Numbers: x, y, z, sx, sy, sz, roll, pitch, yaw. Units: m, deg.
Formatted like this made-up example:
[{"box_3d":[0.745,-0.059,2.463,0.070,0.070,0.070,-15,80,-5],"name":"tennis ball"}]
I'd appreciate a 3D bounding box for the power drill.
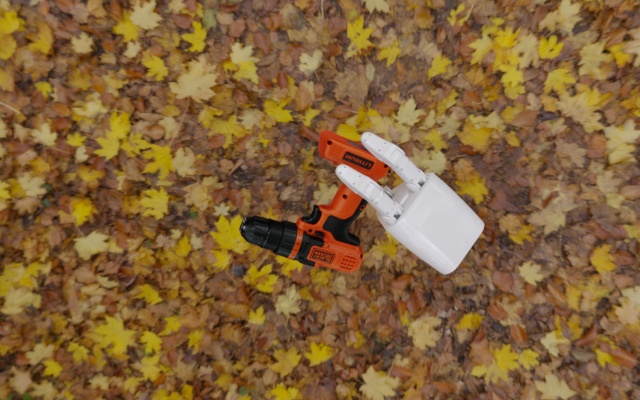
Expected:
[{"box_3d":[0.001,0.002,0.661,0.184,0.188,0.057,18,19,-19],"name":"power drill"}]
